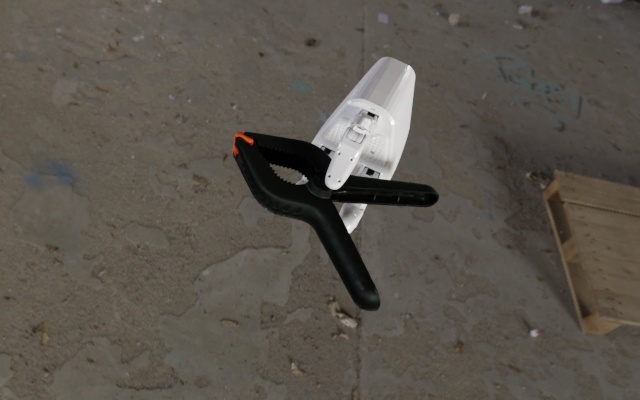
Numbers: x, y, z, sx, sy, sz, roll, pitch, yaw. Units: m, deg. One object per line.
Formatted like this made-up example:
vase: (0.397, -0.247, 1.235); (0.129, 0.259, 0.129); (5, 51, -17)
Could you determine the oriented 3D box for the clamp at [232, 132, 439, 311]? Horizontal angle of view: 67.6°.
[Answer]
clamp: (0.000, 0.001, 0.454); (0.210, 0.164, 0.036); (26, -43, 4)
